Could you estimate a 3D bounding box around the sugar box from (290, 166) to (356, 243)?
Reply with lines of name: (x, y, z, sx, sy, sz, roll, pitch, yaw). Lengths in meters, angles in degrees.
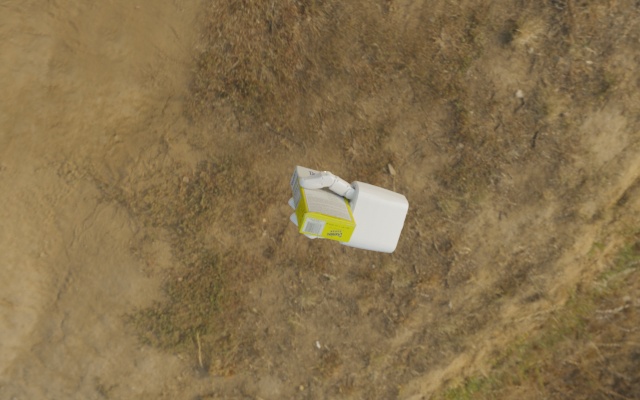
sugar box: (0.000, 0.003, 0.866, 0.093, 0.048, 0.176, 14, 25, -16)
